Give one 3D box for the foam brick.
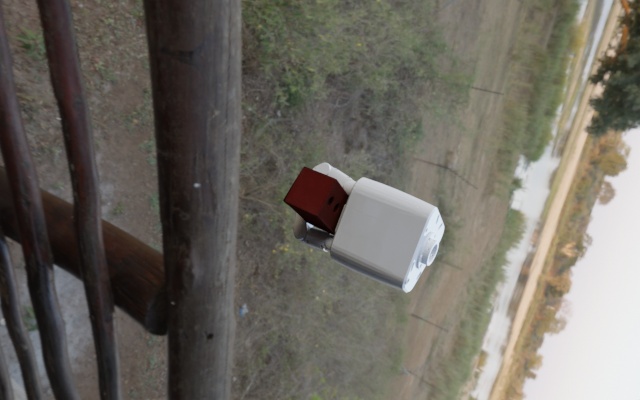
[{"bbox_3d":[0.000,0.002,0.602,0.051,0.053,0.078,24,-11,29],"label":"foam brick"}]
